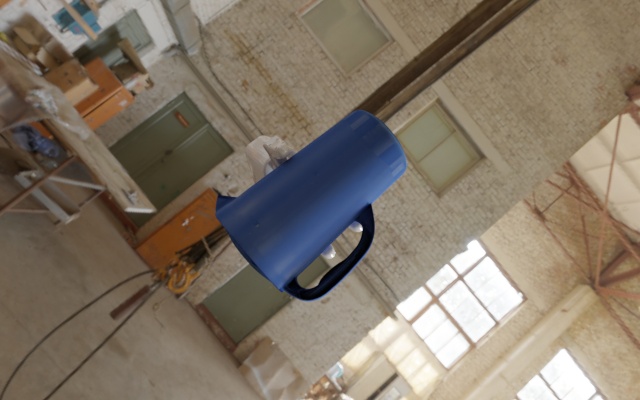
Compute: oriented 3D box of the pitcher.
[{"bbox_3d":[0.000,0.002,0.625,0.243,0.149,0.145,-40,32,-8],"label":"pitcher"}]
